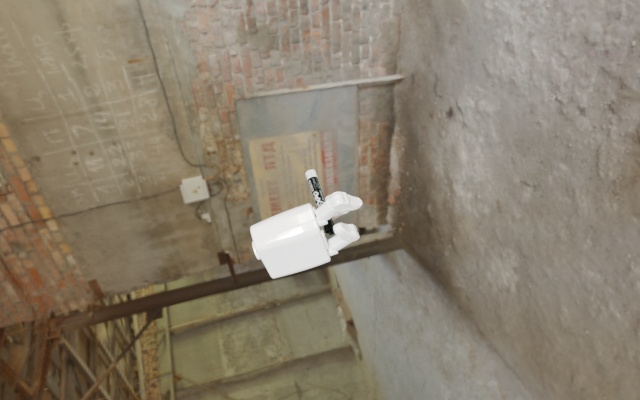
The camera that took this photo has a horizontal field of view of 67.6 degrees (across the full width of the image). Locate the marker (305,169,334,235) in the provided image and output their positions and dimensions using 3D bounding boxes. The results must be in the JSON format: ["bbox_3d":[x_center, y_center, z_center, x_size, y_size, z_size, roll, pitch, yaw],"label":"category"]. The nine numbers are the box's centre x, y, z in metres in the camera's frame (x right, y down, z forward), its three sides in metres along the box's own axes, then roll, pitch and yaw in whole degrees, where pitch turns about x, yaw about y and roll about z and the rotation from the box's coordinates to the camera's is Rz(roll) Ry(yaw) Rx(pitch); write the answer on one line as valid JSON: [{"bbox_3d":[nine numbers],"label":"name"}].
[{"bbox_3d":[0.000,0.003,0.787,0.020,0.121,0.020,-15,-28,-8],"label":"marker"}]
